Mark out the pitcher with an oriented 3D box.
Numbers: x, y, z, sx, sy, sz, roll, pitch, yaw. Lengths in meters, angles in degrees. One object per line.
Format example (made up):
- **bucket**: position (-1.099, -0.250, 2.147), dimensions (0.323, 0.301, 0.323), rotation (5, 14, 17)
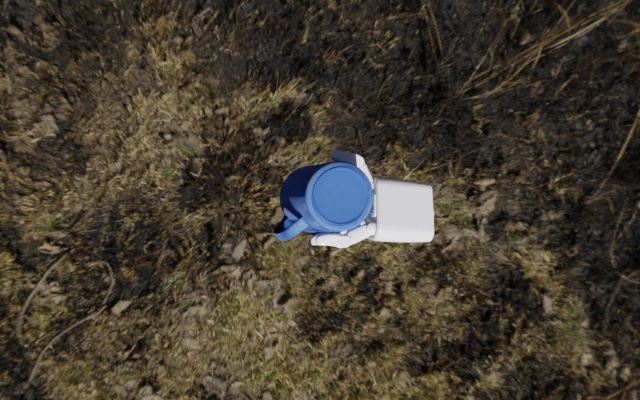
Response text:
- **pitcher**: position (0.000, 0.003, 0.838), dimensions (0.145, 0.149, 0.243), rotation (4, -1, -11)
